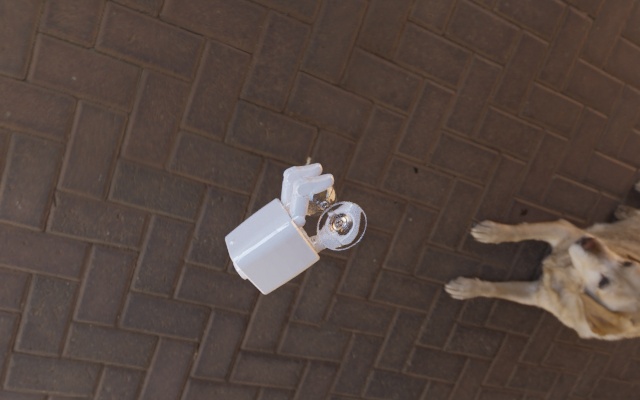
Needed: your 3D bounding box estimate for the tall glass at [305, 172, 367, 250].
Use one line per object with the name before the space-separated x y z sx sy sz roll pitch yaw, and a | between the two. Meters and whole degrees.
tall glass | 0.000 0.003 0.758 0.079 0.079 0.201 0 20 -19
